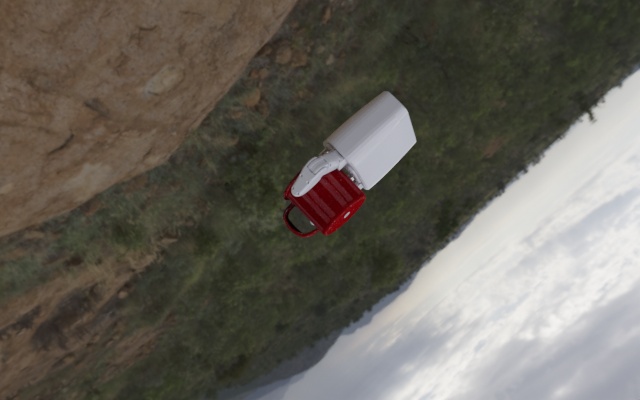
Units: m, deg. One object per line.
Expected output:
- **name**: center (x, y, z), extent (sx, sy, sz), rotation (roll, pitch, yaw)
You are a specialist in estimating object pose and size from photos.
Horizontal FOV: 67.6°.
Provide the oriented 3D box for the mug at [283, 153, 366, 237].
- **mug**: center (-0.001, 0.003, 0.671), extent (0.117, 0.081, 0.093), rotation (-44, -12, 0)
